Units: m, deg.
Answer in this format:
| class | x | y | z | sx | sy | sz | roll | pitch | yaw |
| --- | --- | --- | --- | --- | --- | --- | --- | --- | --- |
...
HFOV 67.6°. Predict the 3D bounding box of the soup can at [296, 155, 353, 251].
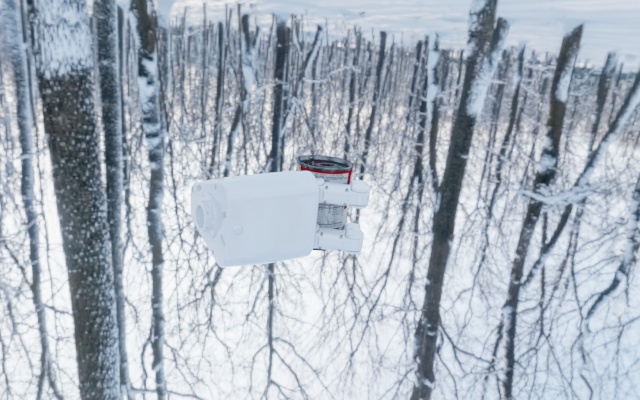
| class | x | y | z | sx | sy | sz | roll | pitch | yaw |
| --- | --- | --- | --- | --- | --- | --- | --- | --- | --- |
| soup can | 0.000 | 0.002 | 0.577 | 0.068 | 0.102 | 0.068 | 6 | 17 | -2 |
